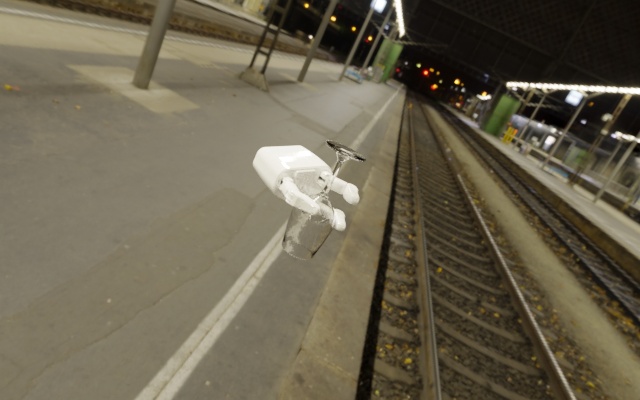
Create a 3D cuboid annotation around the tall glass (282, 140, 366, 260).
[{"bbox_3d":[0.000,0.002,0.817,0.079,0.201,0.079,23,17,-8],"label":"tall glass"}]
